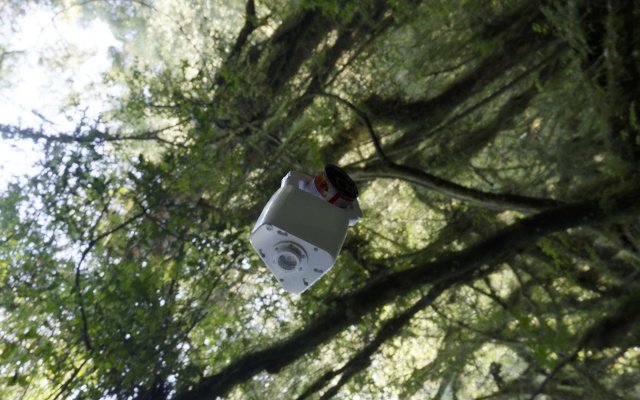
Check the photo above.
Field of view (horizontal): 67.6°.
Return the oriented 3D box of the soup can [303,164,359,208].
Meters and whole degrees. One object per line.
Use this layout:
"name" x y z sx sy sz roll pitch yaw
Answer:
"soup can" 0.000 0.002 0.738 0.102 0.068 0.068 -44 -24 28
